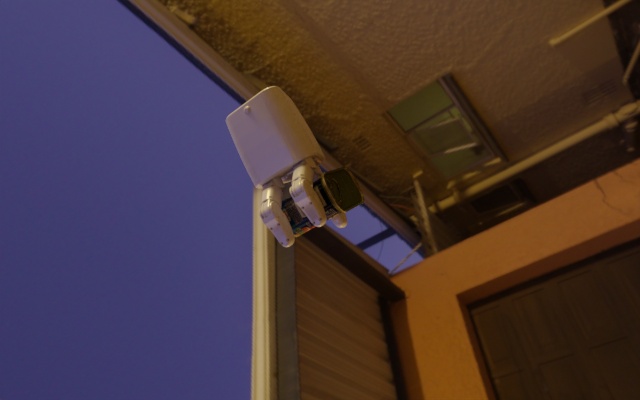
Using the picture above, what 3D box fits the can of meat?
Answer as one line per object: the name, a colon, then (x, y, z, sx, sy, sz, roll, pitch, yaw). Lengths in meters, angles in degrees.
can of meat: (0.000, 0.002, 0.645, 0.084, 0.057, 0.102, -30, -2, 25)
